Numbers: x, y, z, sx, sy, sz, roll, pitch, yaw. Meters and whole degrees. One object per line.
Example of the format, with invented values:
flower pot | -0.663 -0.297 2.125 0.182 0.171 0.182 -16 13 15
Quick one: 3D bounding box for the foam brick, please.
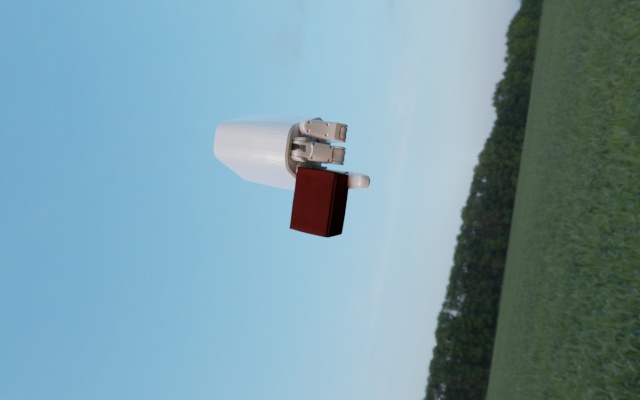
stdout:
foam brick | 0.000 0.002 0.582 0.051 0.078 0.053 9 2 22
